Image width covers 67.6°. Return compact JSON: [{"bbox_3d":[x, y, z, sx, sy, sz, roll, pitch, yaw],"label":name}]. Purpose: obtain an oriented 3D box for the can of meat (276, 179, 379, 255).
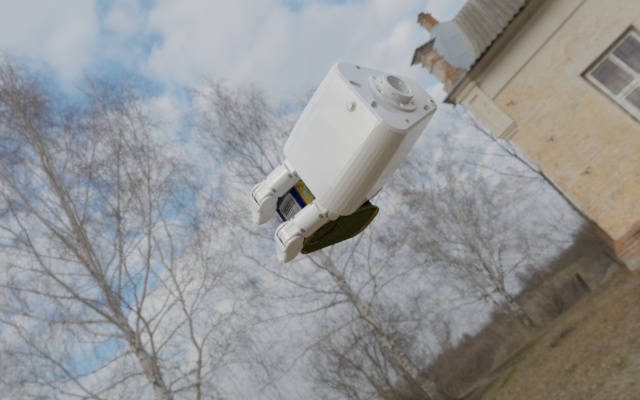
[{"bbox_3d":[0.000,0.002,0.528,0.102,0.084,0.057,-16,-30,-41],"label":"can of meat"}]
